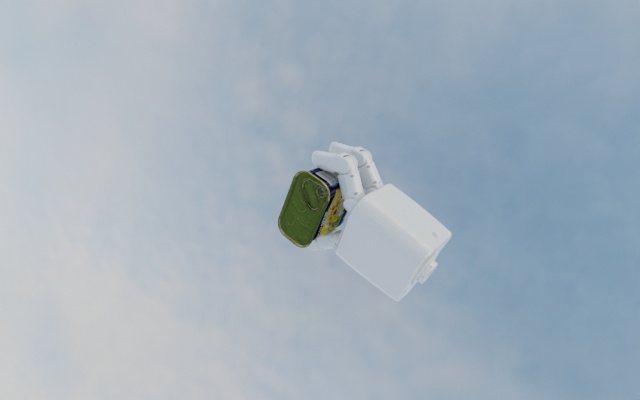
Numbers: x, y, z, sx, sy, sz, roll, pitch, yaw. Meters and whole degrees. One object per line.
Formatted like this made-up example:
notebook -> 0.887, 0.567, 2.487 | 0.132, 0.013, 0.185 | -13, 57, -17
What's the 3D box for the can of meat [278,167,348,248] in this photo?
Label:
can of meat -> 0.000, 0.002, 0.634 | 0.057, 0.102, 0.084 | 36, 32, 22
